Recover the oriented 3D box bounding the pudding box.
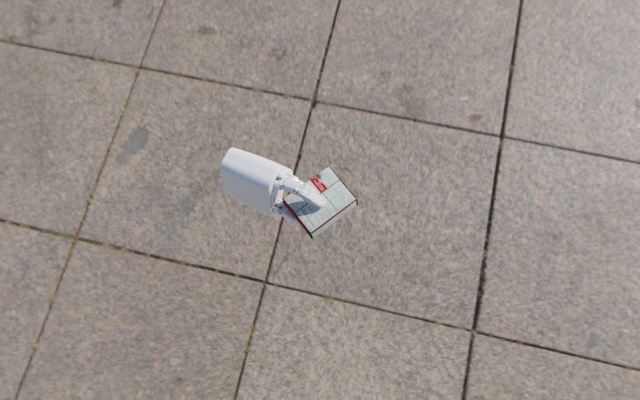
[{"bbox_3d":[0.000,0.003,0.892,0.113,0.090,0.039,-37,-17,-8],"label":"pudding box"}]
